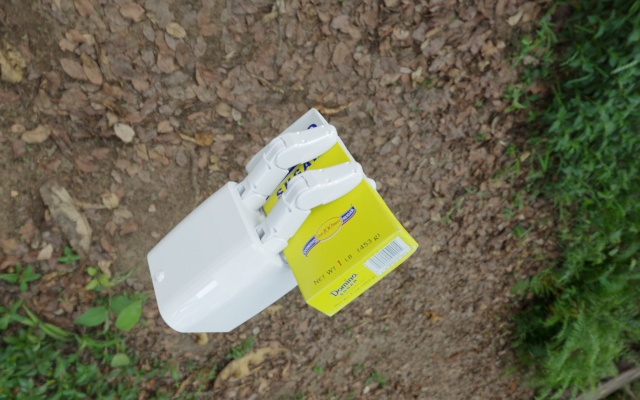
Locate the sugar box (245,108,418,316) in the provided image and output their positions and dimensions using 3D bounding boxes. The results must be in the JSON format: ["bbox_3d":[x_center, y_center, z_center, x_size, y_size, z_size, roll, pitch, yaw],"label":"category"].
[{"bbox_3d":[0.000,0.001,0.422,0.093,0.176,0.048,-39,-40,8],"label":"sugar box"}]
